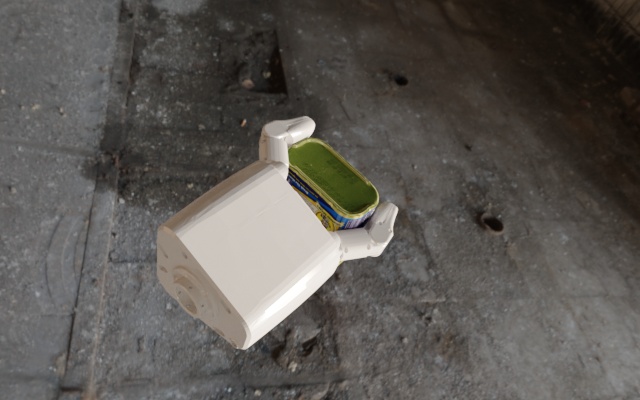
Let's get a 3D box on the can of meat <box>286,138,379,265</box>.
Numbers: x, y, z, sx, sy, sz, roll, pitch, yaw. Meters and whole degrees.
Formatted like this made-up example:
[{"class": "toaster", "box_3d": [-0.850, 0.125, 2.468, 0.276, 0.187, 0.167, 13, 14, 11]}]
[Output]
[{"class": "can of meat", "box_3d": [0.000, 0.001, 0.467, 0.057, 0.102, 0.084, -34, -21, -37]}]
